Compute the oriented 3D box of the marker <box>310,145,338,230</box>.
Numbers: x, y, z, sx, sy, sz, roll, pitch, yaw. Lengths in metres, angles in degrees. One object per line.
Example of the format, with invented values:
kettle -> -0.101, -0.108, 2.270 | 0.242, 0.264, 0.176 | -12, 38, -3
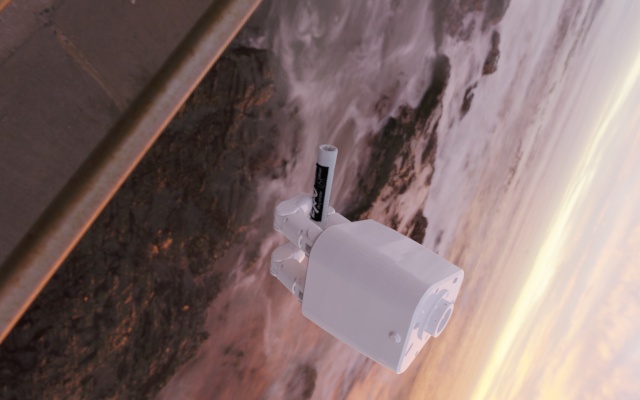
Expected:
marker -> 0.000, 0.002, 0.489 | 0.020, 0.121, 0.020 | 6, 30, -4
